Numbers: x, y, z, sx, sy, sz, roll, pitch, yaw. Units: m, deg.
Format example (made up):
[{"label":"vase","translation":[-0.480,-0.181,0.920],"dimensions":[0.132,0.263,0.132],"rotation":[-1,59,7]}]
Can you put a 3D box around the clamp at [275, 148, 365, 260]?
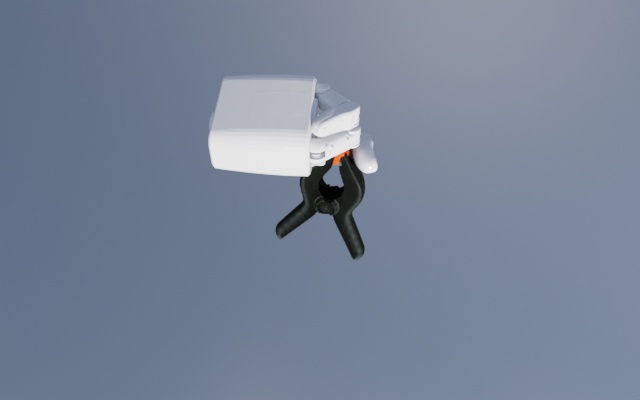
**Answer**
[{"label":"clamp","translation":[0.000,0.002,0.591],"dimensions":[0.120,0.172,0.039],"rotation":[5,37,5]}]
